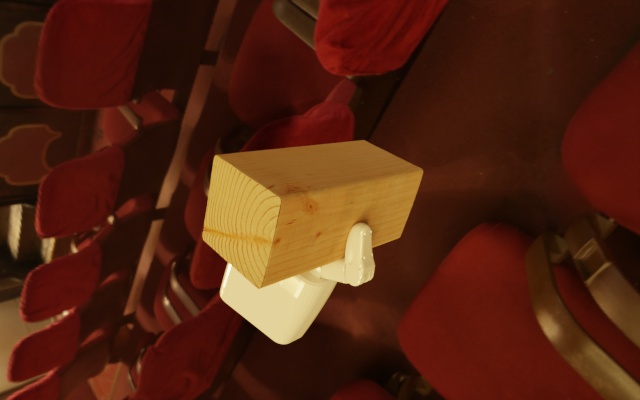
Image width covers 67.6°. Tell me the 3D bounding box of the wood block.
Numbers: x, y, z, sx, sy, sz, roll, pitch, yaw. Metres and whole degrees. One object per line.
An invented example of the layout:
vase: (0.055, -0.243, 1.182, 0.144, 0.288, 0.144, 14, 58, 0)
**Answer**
wood block: (0.000, 0.002, 0.477, 0.090, 0.090, 0.206, 33, 30, 34)
